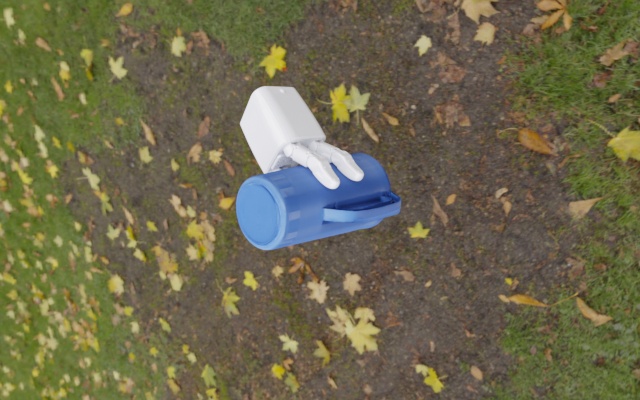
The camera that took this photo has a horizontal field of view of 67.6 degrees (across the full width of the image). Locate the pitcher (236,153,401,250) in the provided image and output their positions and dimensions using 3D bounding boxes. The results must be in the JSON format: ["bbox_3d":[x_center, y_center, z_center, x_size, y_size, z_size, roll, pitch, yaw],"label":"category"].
[{"bbox_3d":[0.000,0.002,0.748,0.243,0.145,0.149,-13,-21,-46],"label":"pitcher"}]
